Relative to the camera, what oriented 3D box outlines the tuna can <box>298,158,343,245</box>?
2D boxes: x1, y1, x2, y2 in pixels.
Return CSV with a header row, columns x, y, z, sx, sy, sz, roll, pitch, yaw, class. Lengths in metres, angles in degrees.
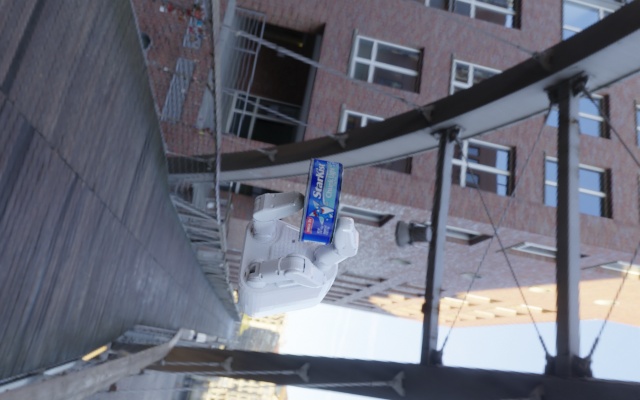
x,y,z,sx,sy,sz,roll,pitch,yaw,class
0.001,0.002,0.483,0.034,0.086,0.086,9,0,-2,tuna can
